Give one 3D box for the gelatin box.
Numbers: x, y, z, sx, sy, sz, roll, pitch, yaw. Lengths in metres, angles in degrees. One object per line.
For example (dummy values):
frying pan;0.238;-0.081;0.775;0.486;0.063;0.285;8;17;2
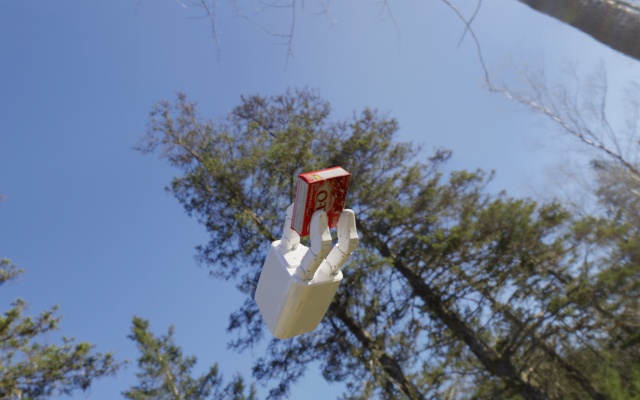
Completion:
gelatin box;0.000;0.002;0.668;0.073;0.089;0.030;-14;36;-36
